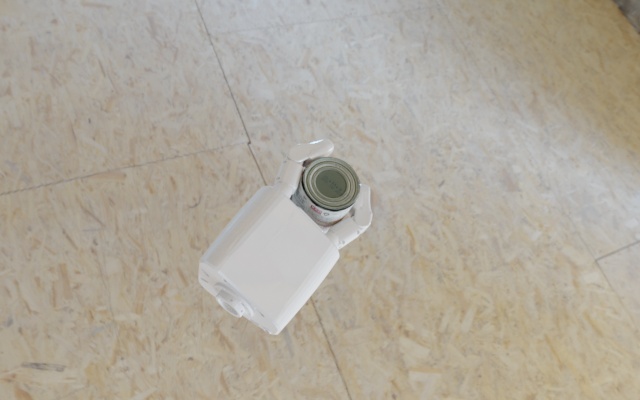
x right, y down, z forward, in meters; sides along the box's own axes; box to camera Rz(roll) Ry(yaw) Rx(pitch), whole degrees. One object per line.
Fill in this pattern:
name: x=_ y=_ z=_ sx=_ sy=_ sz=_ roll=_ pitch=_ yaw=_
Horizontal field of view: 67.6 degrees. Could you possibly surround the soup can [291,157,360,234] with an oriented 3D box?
soup can: x=0.001 y=0.001 z=0.561 sx=0.068 sy=0.068 sz=0.102 roll=0 pitch=-25 yaw=-15
